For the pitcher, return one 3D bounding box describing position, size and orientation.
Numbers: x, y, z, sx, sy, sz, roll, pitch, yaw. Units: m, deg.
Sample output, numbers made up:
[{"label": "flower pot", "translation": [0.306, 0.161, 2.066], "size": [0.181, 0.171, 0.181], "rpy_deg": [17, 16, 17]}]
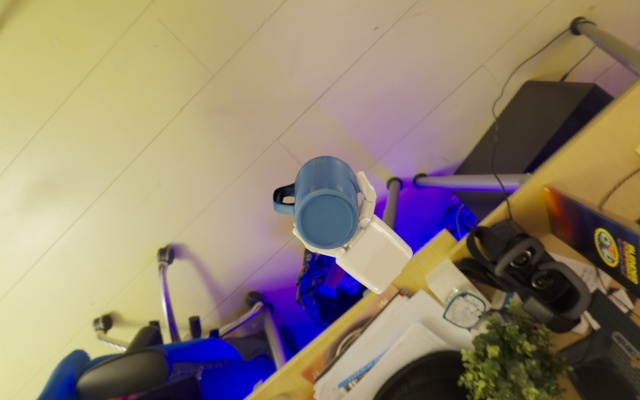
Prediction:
[{"label": "pitcher", "translation": [0.000, 0.003, 0.898], "size": [0.145, 0.149, 0.242], "rpy_deg": [41, 12, -10]}]
